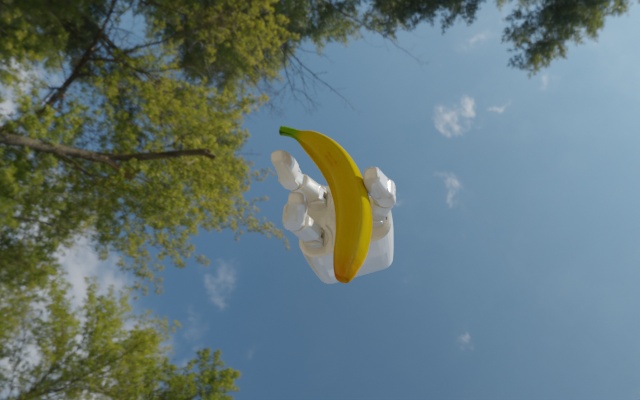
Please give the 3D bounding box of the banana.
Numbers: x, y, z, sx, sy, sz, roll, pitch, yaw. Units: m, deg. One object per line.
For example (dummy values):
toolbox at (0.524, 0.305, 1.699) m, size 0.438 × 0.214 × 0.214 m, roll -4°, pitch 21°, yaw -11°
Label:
banana at (0.017, -0.006, 0.503) m, size 0.069 × 0.197 × 0.037 m, roll -17°, pitch -32°, yaw -10°
